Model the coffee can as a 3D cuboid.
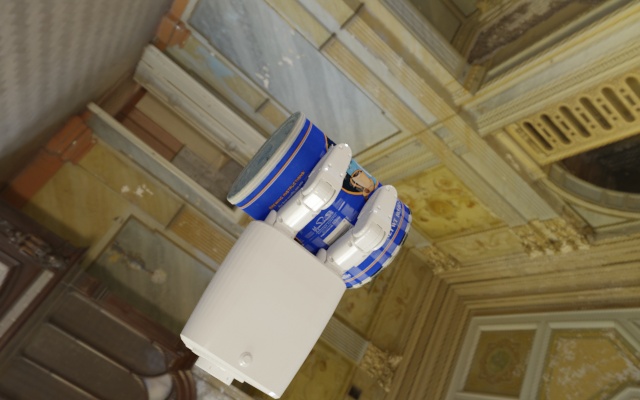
[{"bbox_3d":[0.000,0.001,0.446,0.140,0.103,0.103,39,-13,-16],"label":"coffee can"}]
